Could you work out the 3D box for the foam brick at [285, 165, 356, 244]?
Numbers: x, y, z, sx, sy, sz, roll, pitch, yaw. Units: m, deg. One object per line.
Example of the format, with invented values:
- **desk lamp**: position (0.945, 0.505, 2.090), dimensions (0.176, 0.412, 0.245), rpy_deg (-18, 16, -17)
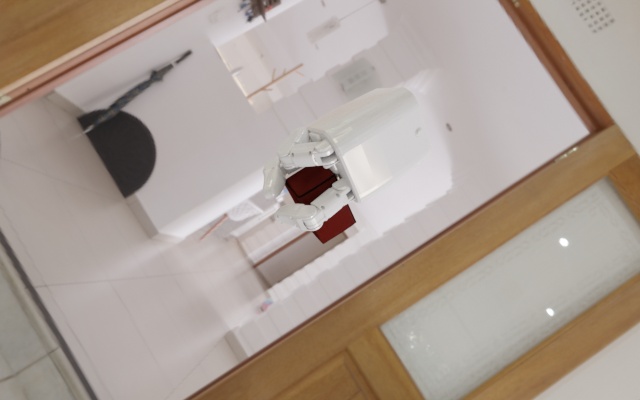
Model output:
- **foam brick**: position (0.000, 0.002, 0.574), dimensions (0.051, 0.078, 0.053), rpy_deg (-32, 36, -8)
